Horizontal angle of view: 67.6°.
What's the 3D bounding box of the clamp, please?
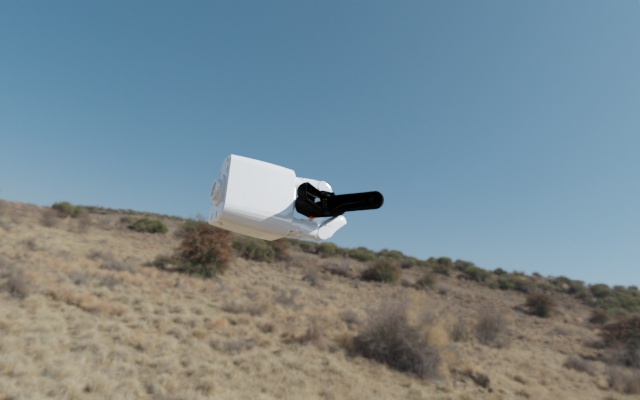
[{"bbox_3d":[0.000,0.002,0.697,0.120,0.039,0.171,15,-16,-23],"label":"clamp"}]
